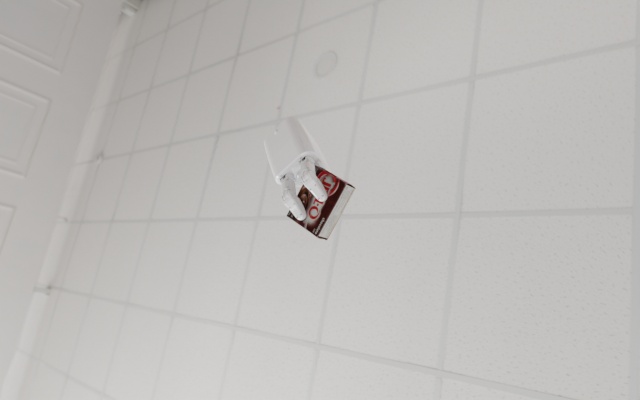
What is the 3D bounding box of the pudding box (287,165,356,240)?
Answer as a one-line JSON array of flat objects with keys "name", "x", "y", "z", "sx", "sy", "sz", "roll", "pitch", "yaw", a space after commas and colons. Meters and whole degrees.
[{"name": "pudding box", "x": 0.000, "y": 0.003, "z": 0.879, "sx": 0.090, "sy": 0.113, "sz": 0.039, "roll": 32, "pitch": 9, "yaw": 40}]
